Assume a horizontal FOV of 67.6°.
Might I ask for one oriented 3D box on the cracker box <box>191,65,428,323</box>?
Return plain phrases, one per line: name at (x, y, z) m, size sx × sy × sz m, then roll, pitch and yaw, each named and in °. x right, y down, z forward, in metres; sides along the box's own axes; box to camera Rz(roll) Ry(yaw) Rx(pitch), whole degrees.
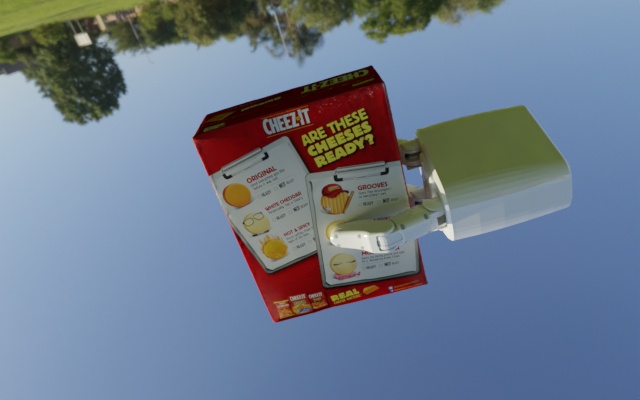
cracker box at (0.000, 0.002, 0.457) m, size 0.164 × 0.214 × 0.072 m, roll -15°, pitch 28°, yaw 5°
